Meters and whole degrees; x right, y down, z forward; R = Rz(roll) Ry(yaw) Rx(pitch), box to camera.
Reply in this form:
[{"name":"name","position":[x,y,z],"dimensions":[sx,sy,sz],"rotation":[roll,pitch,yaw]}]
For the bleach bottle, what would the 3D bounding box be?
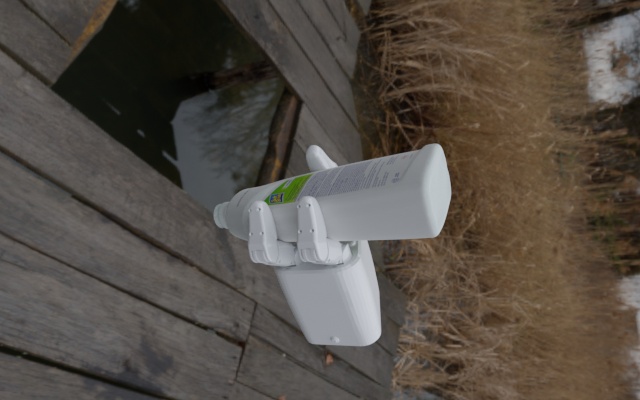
[{"name":"bleach bottle","position":[0.000,0.002,0.499],"dimensions":[0.251,0.068,0.102],"rotation":[-6,26,27]}]
